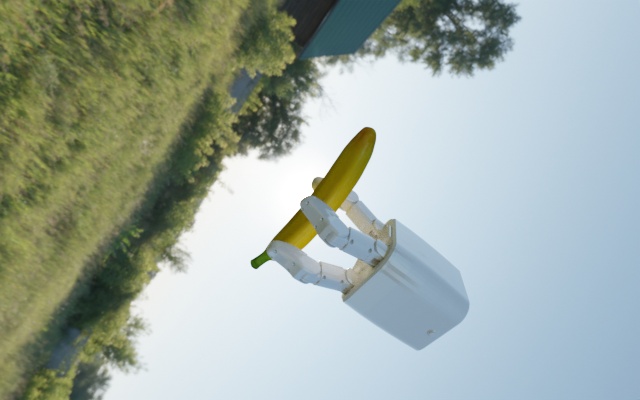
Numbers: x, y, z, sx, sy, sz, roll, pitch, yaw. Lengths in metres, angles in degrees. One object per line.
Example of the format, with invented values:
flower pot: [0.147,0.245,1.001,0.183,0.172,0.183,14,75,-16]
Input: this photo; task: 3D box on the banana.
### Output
banana: [0.001,0.002,0.529,0.037,0.198,0.069,40,11,5]
